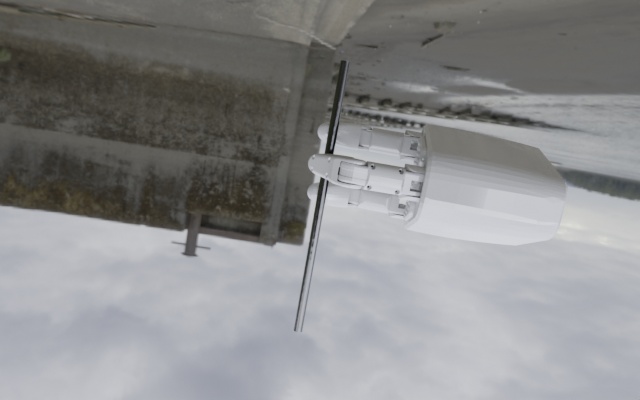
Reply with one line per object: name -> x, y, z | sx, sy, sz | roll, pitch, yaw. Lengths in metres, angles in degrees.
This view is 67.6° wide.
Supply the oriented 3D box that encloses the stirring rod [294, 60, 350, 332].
stirring rod -> 0.000, 0.001, 0.416 | 0.011, 0.239, 0.011 | 10, 9, -2
